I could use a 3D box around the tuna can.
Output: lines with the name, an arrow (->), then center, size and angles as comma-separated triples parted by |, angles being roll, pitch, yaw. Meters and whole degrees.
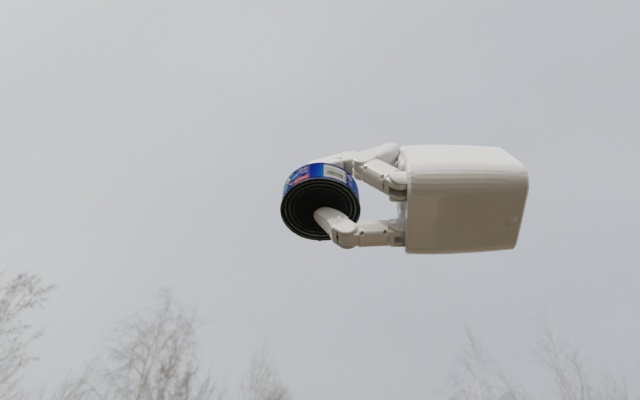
tuna can -> 0.000, 0.001, 0.520 | 0.086, 0.086, 0.033 | 0, 38, 1
